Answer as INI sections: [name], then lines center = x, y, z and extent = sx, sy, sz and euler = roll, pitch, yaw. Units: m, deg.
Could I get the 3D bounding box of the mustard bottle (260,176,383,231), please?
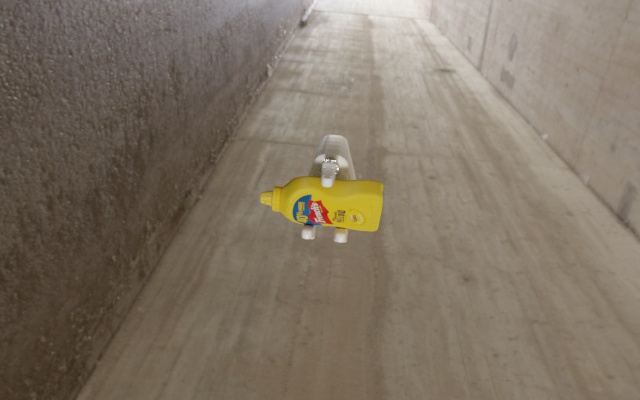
[mustard bottle]
center = 0.000, 0.003, 0.761
extent = 0.191, 0.058, 0.096
euler = 5, -37, 3
